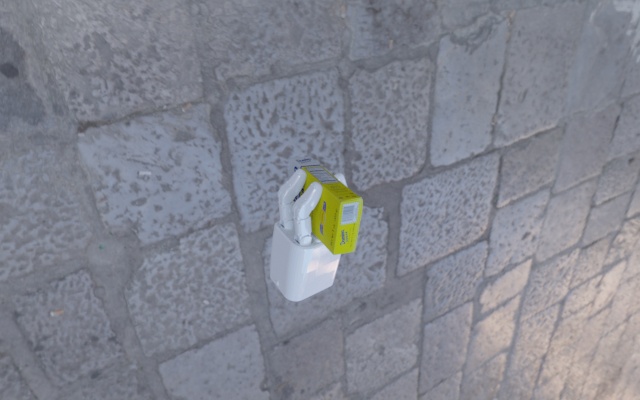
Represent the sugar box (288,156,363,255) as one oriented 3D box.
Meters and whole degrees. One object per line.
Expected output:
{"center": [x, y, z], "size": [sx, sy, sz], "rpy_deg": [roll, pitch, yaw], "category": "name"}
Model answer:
{"center": [0.000, 0.003, 0.770], "size": [0.048, 0.093, 0.176], "rpy_deg": [-8, 29, -30], "category": "sugar box"}
